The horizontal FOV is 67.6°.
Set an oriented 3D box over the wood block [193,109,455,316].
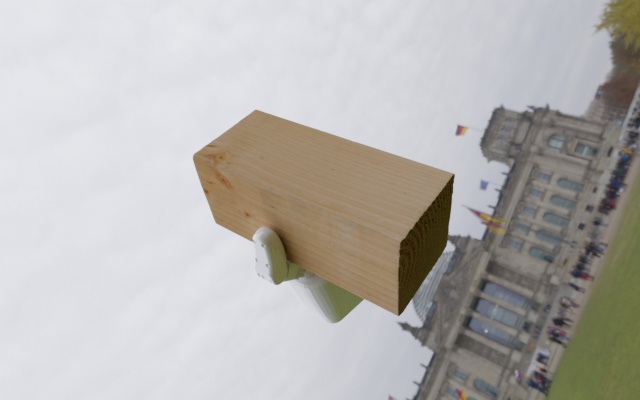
[{"bbox_3d":[0.000,0.002,0.422,0.206,0.090,0.090,22,50,29],"label":"wood block"}]
